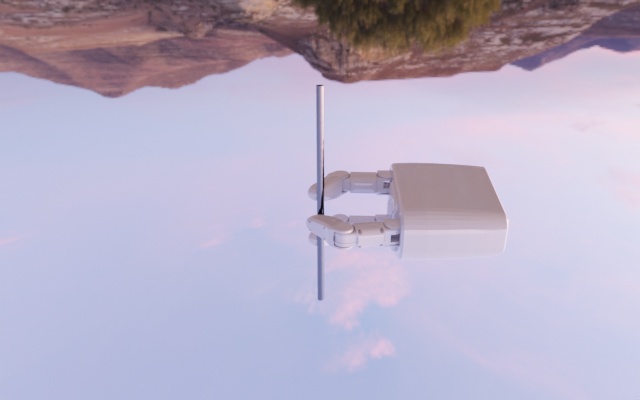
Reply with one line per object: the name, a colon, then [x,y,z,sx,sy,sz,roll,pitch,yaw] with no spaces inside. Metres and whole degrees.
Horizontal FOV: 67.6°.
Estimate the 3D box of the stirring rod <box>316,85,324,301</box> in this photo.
stirring rod: [0.000,0.002,0.500,0.011,0.240,0.011,0,23,0]
